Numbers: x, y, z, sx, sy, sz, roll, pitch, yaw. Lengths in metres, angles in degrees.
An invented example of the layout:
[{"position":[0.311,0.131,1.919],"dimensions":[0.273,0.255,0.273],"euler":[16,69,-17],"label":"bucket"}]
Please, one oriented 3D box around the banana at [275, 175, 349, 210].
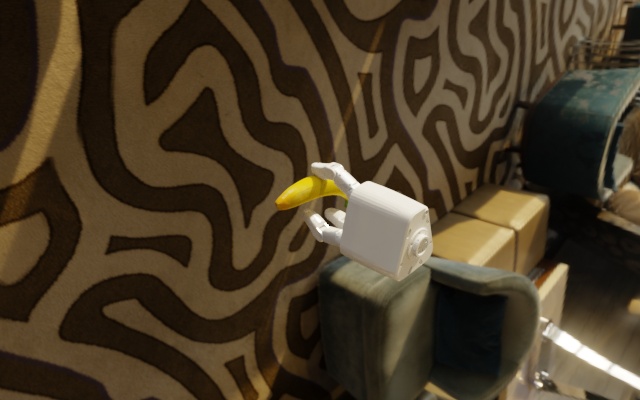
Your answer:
[{"position":[0.008,-0.014,0.787],"dimensions":[0.037,0.070,0.198],"euler":[30,18,36],"label":"banana"}]
